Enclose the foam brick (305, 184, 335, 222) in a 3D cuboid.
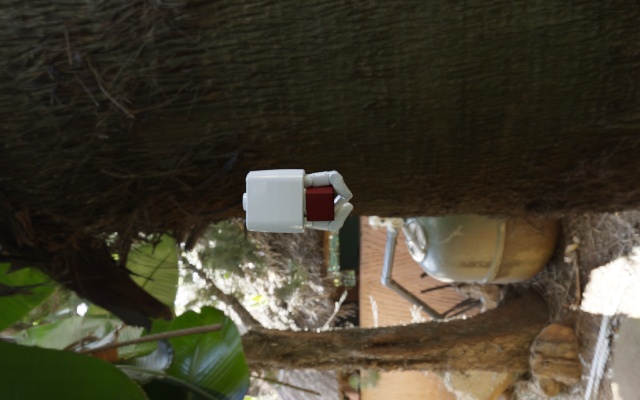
[{"bbox_3d":[0.000,0.003,0.875,0.051,0.053,0.078,-1,14,1],"label":"foam brick"}]
